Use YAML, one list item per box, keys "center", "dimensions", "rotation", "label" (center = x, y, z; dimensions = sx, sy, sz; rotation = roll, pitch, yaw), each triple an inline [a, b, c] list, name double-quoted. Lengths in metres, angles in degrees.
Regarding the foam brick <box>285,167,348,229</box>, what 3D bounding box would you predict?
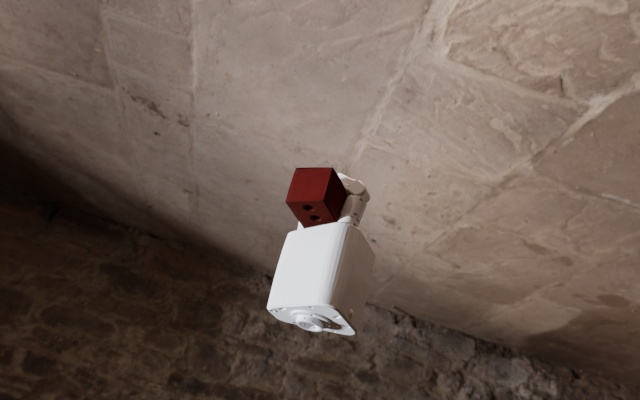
- center: [0.000, 0.002, 0.595]
  dimensions: [0.053, 0.051, 0.078]
  rotation: [-1, -36, 27]
  label: "foam brick"
